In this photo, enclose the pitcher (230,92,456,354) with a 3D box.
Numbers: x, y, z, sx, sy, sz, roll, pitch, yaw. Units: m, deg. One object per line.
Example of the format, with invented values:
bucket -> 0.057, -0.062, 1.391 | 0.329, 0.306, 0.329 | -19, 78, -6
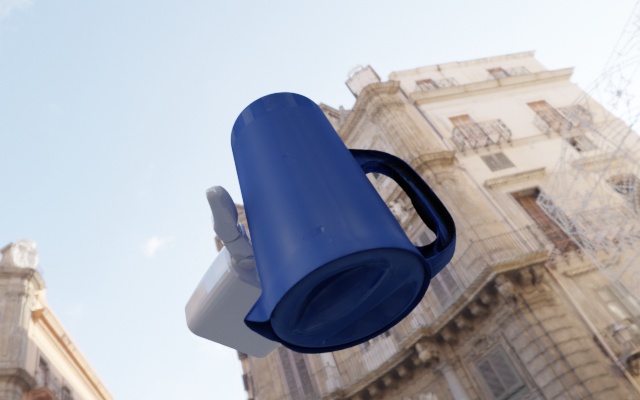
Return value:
pitcher -> 0.000, 0.002, 0.445 | 0.149, 0.145, 0.242 | 15, 36, -35
